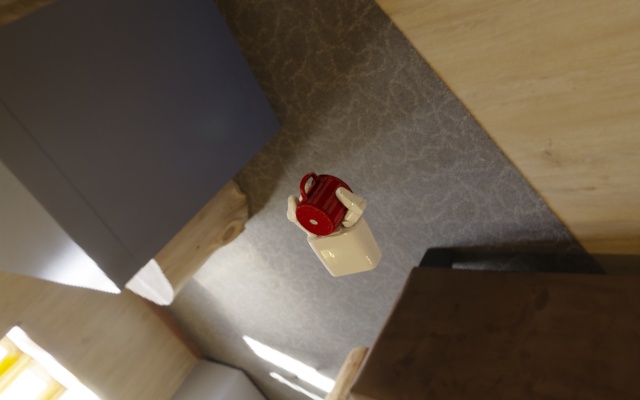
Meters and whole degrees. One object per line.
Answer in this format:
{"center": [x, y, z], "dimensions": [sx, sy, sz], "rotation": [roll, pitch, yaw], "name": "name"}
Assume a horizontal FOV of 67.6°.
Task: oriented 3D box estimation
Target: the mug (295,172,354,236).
{"center": [-0.001, 0.002, 0.881], "dimensions": [0.093, 0.117, 0.081], "rotation": [-5, 38, 40], "name": "mug"}
